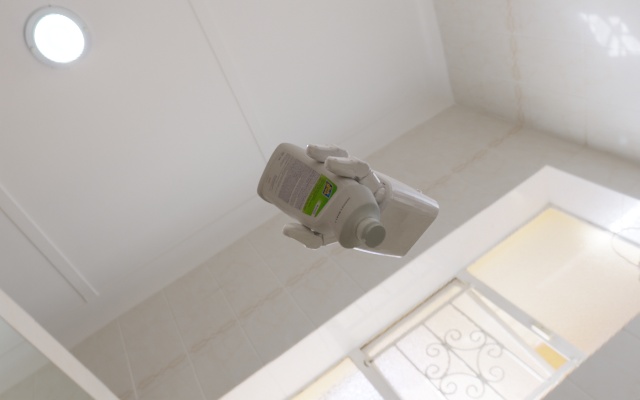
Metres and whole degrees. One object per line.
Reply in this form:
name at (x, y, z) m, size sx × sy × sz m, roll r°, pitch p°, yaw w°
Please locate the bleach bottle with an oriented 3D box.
bleach bottle at (0.000, 0.002, 0.643) m, size 0.068 × 0.102 × 0.250 m, roll 18°, pitch 12°, yaw -35°
